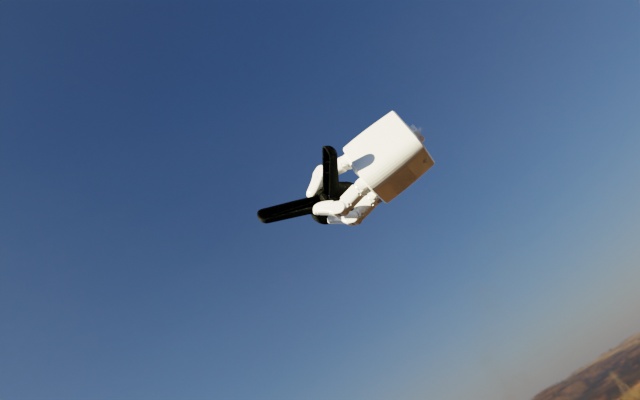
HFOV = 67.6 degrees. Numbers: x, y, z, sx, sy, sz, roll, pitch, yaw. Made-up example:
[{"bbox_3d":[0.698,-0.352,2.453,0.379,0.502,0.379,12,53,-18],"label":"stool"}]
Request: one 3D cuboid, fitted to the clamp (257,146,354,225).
[{"bbox_3d":[0.000,0.002,0.807,0.164,0.036,0.210,-39,-32,11],"label":"clamp"}]
